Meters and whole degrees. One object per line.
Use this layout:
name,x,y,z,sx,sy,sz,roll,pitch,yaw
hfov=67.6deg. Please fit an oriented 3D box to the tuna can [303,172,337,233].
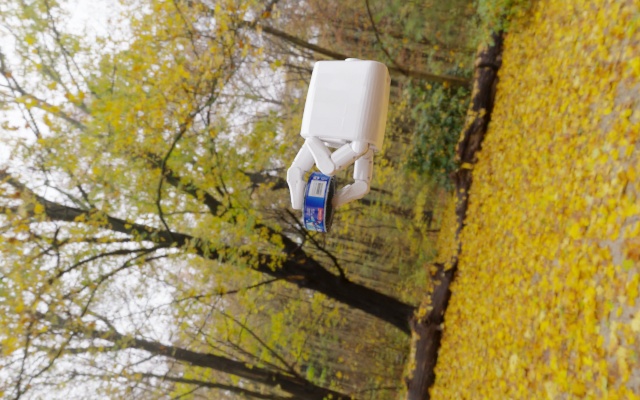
tuna can,0.000,0.002,0.692,0.034,0.086,0.086,7,1,10
